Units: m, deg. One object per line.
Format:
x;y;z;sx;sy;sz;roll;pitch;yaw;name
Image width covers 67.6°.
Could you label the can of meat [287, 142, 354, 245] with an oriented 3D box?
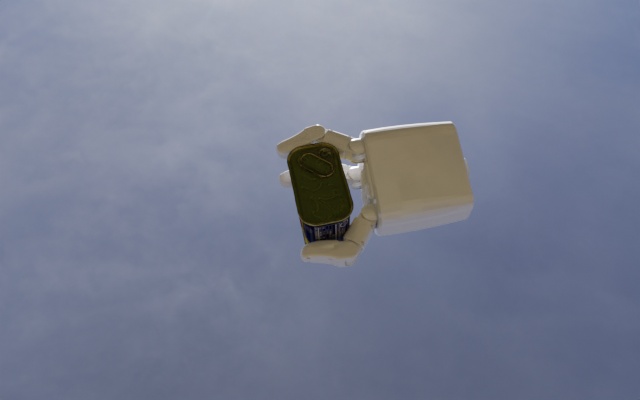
0.000;0.002;0.532;0.057;0.102;0.084;-11;-32;-5;can of meat
